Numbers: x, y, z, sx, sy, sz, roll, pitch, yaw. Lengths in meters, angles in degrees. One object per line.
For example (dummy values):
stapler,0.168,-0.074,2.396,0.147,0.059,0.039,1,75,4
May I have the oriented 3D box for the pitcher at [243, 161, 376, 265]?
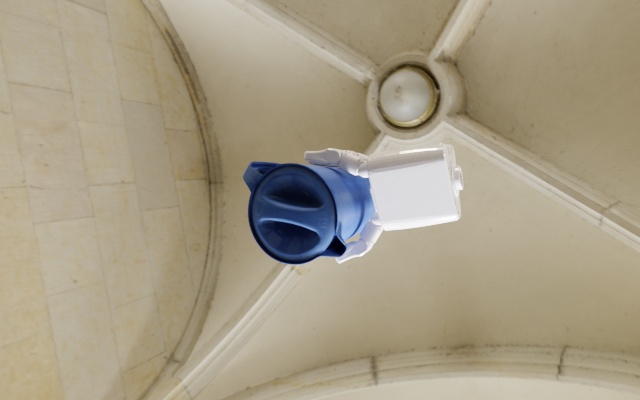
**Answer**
pitcher,0.000,0.002,0.726,0.145,0.149,0.243,-10,0,24
